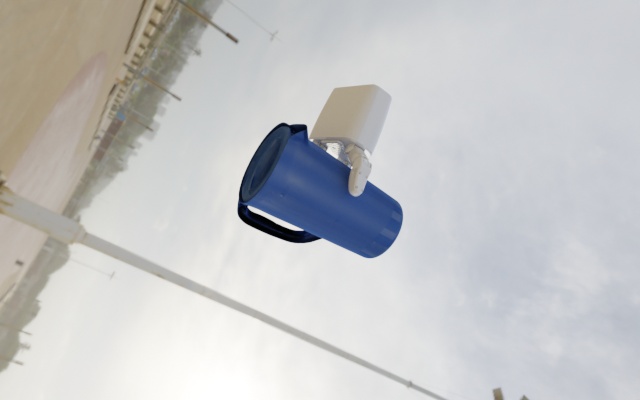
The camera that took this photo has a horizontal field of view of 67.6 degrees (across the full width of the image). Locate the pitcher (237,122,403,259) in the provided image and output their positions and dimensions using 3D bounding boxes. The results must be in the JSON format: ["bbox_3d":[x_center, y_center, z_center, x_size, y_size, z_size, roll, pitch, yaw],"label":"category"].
[{"bbox_3d":[0.000,0.002,0.740,0.243,0.145,0.149,30,-18,-24],"label":"pitcher"}]
